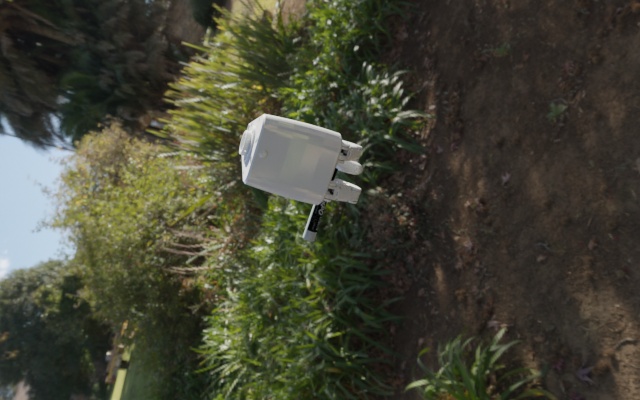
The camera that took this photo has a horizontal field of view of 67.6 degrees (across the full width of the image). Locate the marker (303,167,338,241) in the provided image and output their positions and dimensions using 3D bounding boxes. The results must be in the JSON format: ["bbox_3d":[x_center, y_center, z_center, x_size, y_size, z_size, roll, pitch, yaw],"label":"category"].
[{"bbox_3d":[0.000,0.002,0.709,0.020,0.121,0.020,18,12,-4],"label":"marker"}]
